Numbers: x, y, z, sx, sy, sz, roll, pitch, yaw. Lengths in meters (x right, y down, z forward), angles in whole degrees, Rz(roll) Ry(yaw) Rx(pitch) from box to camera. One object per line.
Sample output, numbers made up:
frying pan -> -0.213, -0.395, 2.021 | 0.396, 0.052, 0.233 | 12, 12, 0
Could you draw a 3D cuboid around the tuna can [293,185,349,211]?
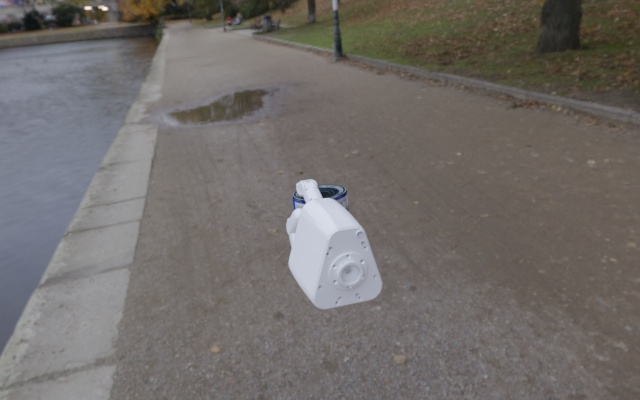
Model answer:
tuna can -> 0.000, 0.002, 0.737 | 0.086, 0.034, 0.086 | -6, 17, 2
